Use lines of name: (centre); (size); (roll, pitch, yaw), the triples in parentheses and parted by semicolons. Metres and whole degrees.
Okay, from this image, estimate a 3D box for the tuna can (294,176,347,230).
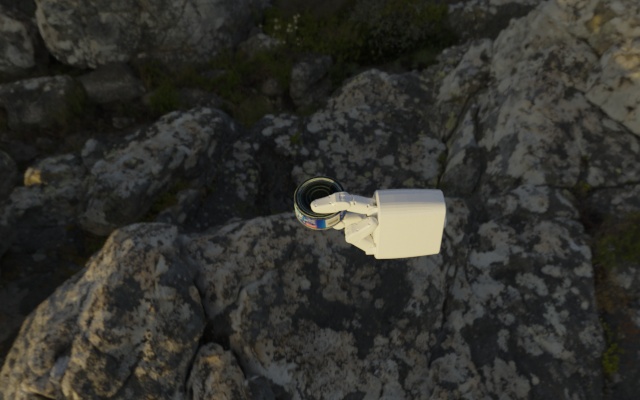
tuna can: (0.000, 0.002, 0.769); (0.086, 0.086, 0.034); (0, -34, 4)
